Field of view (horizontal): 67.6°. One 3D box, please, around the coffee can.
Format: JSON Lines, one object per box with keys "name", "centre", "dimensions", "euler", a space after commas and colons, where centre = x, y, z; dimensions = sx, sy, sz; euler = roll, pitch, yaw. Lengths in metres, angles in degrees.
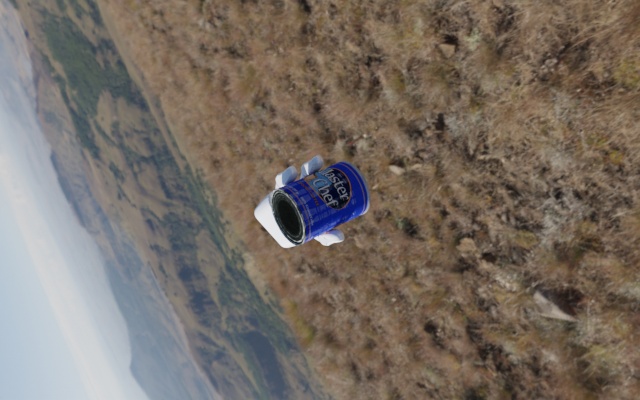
{"name": "coffee can", "centre": [0.000, 0.003, 0.818], "dimensions": [0.140, 0.103, 0.103], "euler": [-25, 12, -29]}
